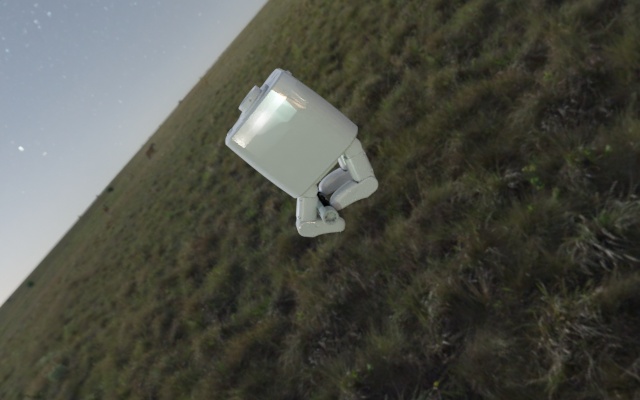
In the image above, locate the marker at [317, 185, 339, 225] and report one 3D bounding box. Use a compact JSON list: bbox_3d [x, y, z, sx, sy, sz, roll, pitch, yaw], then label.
[{"bbox_3d":[0.000,0.002,0.592,0.020,0.020,0.121,0,17,-11],"label":"marker"}]
